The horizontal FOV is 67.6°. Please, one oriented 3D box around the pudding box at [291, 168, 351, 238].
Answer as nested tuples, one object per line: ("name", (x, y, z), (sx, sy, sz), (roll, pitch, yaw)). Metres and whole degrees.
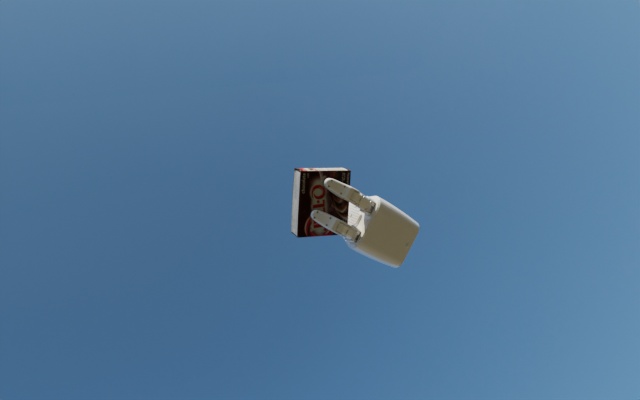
("pudding box", (0.000, 0.003, 0.789), (0.090, 0.113, 0.039), (-3, 11, -24))
